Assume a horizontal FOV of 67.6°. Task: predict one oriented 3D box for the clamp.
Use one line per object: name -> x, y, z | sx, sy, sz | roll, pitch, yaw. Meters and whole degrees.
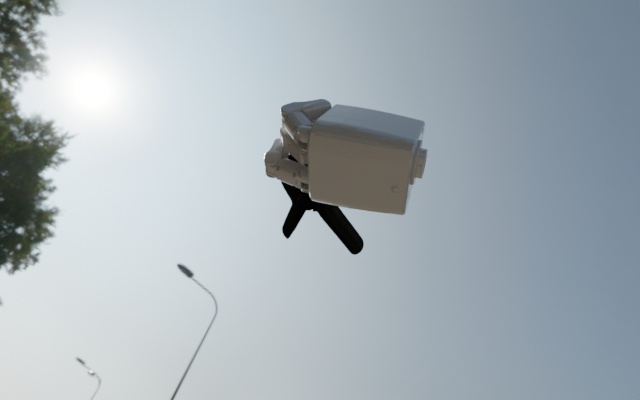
clamp -> 0.000, 0.001, 0.607 | 0.120, 0.172, 0.039 | 13, 47, 15
